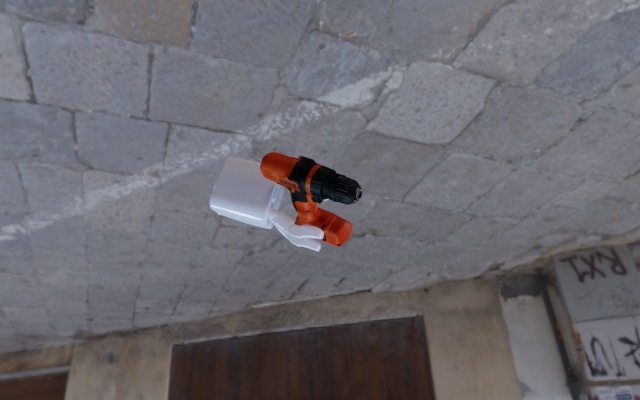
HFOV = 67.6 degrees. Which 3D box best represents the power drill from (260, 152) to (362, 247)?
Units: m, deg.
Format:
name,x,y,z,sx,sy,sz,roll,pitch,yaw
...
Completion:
name,x,y,z,sx,sy,sz,roll,pitch,yaw
power drill,0.000,0.003,0.809,0.184,0.057,0.188,22,-27,29
